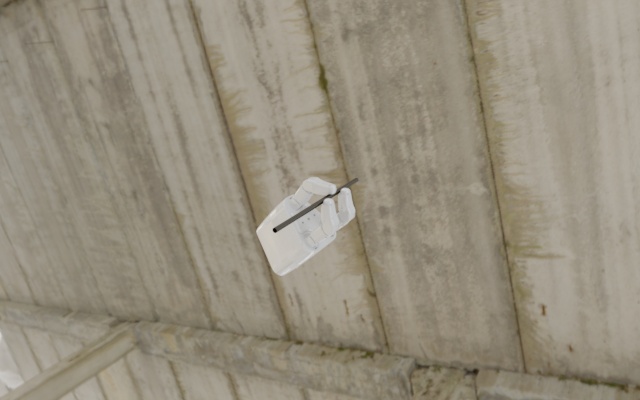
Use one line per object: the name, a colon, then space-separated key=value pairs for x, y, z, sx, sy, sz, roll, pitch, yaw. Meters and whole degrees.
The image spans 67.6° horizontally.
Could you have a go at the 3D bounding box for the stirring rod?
stirring rod: x=0.000 y=0.003 z=0.770 sx=0.011 sy=0.011 sz=0.239 roll=0 pitch=19 yaw=35
